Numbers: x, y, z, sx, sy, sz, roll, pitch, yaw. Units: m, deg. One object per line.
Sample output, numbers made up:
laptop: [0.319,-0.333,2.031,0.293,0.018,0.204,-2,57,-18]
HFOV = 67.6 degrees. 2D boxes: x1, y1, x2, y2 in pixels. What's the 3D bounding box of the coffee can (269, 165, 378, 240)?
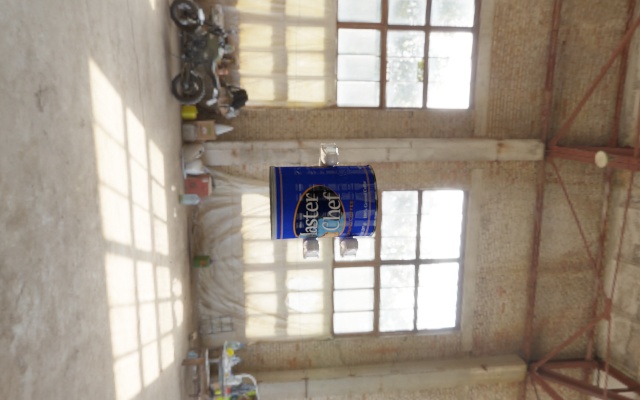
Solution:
coffee can: [0.000,0.002,0.665,0.140,0.103,0.103,-1,0,-7]
